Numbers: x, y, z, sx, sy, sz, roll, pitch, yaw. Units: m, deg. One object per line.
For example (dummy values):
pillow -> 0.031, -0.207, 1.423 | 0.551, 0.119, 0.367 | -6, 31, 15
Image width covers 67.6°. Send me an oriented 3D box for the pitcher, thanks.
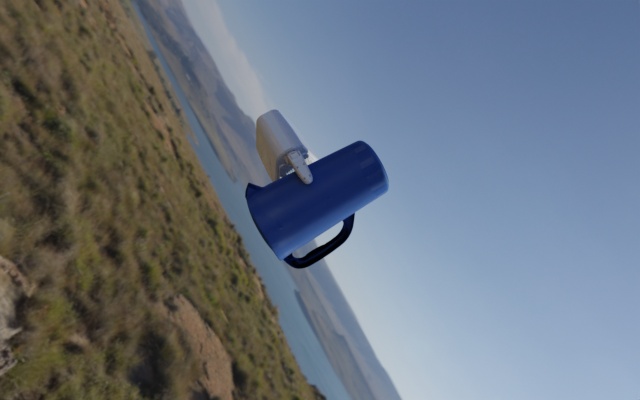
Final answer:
pitcher -> 0.000, 0.003, 0.857 | 0.243, 0.145, 0.149 | -29, -28, -5
